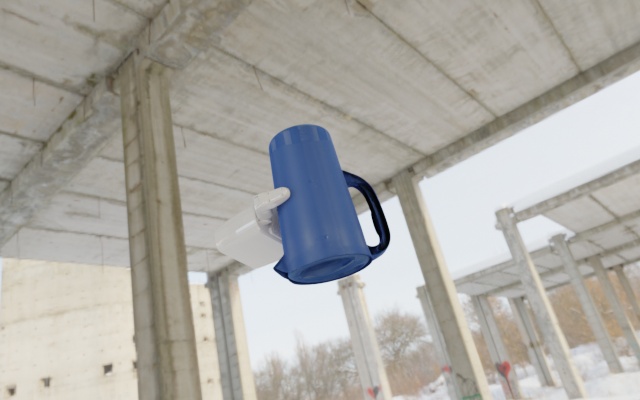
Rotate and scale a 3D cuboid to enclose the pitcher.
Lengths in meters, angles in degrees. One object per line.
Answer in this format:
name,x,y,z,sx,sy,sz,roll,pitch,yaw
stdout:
pitcher,0.000,0.003,0.764,0.145,0.242,0.149,-30,-28,33
